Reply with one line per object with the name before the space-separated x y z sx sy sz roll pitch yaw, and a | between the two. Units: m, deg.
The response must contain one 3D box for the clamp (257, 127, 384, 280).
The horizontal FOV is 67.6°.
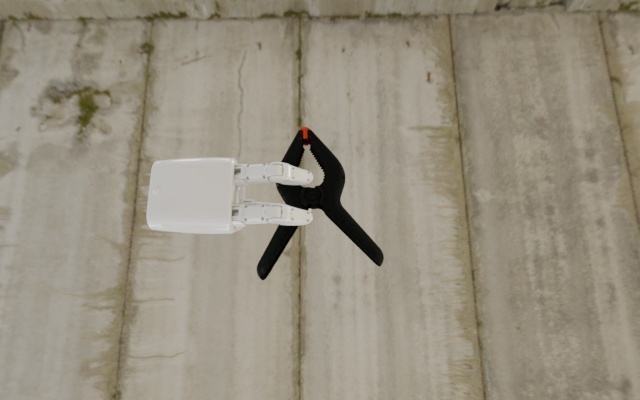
clamp | 0.000 0.002 0.644 0.164 0.210 0.036 0 -16 -1
